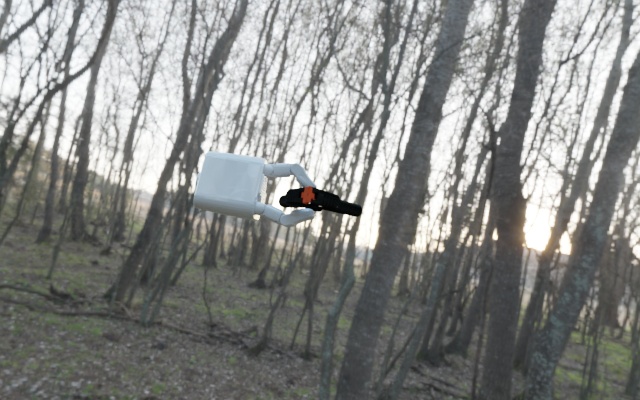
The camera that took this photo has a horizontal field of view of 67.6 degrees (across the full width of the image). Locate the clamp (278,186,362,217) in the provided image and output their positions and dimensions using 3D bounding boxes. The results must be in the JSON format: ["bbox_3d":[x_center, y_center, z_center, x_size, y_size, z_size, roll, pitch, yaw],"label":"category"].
[{"bbox_3d":[0.000,0.002,0.849,0.164,0.036,0.210,7,-5,0],"label":"clamp"}]
